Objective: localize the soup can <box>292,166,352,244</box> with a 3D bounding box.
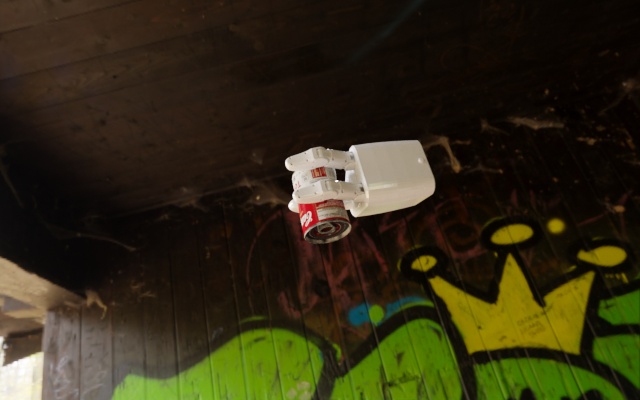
[{"bbox_3d":[0.000,0.002,0.693,0.068,0.102,0.068,-11,-28,-6],"label":"soup can"}]
